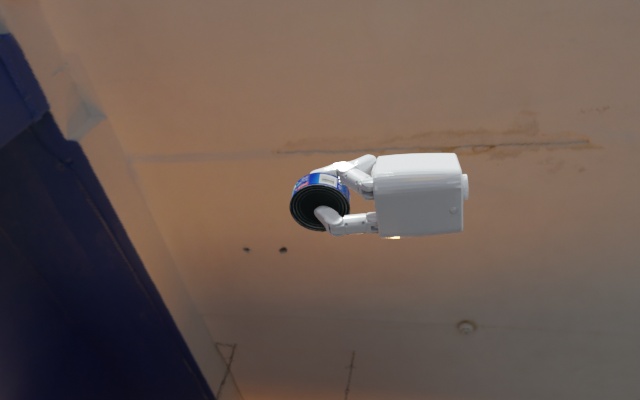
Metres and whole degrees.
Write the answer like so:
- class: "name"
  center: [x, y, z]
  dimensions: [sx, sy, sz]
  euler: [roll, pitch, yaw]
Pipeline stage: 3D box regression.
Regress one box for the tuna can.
- class: "tuna can"
  center: [0.000, 0.002, 0.683]
  dimensions: [0.086, 0.086, 0.033]
  euler: [0, 39, 6]
